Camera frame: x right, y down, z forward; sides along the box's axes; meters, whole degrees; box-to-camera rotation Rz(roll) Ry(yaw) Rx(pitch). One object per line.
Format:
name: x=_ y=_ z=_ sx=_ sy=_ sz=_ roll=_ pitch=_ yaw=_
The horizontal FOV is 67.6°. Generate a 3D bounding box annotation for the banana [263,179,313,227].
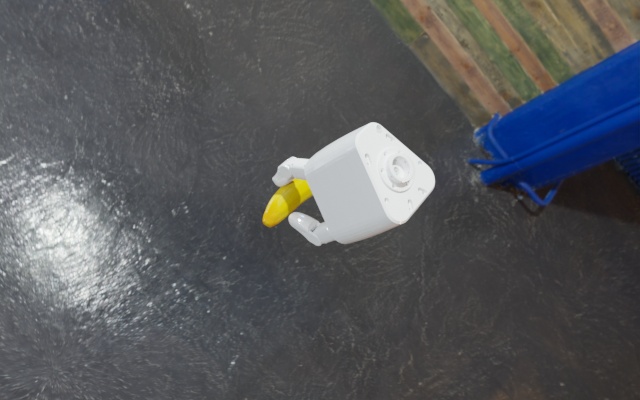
banana: x=-0.002 y=-0.016 z=0.685 sx=0.198 sy=0.069 sz=0.037 roll=-14 pitch=-3 yaw=-36
